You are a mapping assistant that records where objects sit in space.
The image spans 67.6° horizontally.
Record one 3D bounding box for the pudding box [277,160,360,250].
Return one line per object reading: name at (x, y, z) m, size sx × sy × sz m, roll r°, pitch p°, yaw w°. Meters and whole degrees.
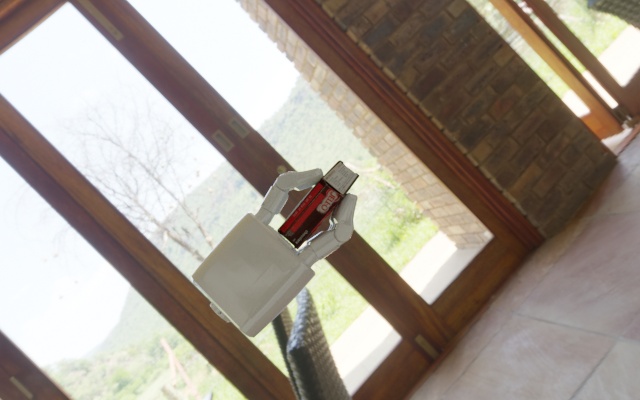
pudding box at (0.000, 0.002, 0.596) m, size 0.039 × 0.090 × 0.113 m, roll 41°, pitch 21°, yaw -2°
